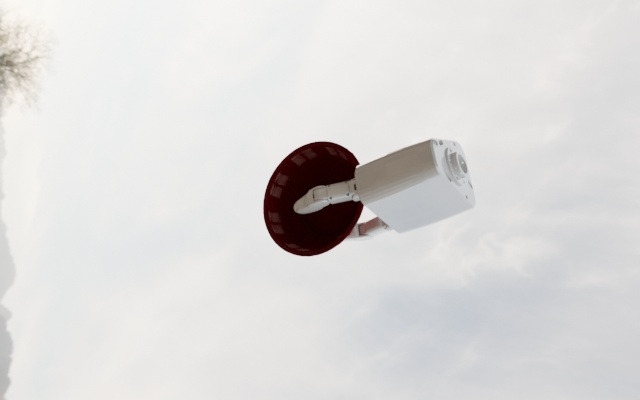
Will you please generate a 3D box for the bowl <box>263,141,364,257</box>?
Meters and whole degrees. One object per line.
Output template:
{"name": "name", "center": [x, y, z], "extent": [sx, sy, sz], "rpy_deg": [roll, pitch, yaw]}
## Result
{"name": "bowl", "center": [-0.001, 0.002, 0.664], "extent": [0.162, 0.162, 0.055], "rpy_deg": [0, -15, 31]}
